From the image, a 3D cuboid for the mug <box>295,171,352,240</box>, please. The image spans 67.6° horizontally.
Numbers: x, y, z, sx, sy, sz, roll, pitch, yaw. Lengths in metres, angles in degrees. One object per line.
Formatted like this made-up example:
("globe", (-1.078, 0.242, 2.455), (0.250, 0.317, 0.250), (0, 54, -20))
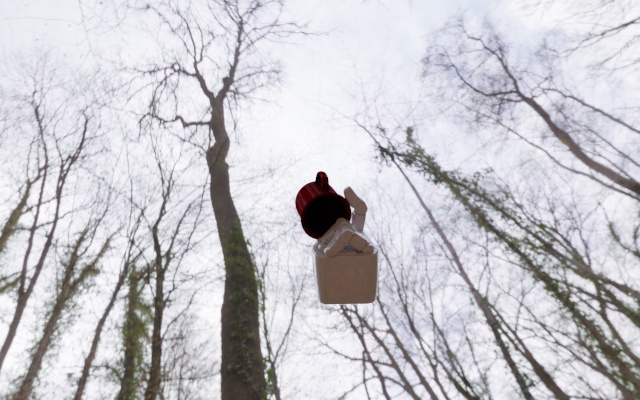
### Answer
("mug", (0.000, 0.001, 0.864), (0.093, 0.117, 0.081), (-6, 24, -14))
